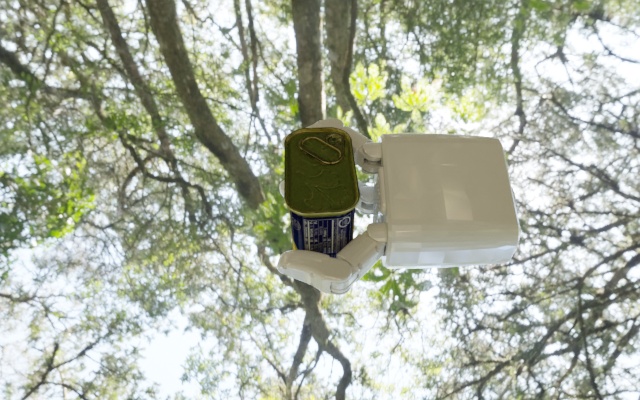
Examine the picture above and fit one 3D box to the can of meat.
[{"bbox_3d":[0.000,0.002,0.410,0.057,0.102,0.084,-3,-44,-2],"label":"can of meat"}]
